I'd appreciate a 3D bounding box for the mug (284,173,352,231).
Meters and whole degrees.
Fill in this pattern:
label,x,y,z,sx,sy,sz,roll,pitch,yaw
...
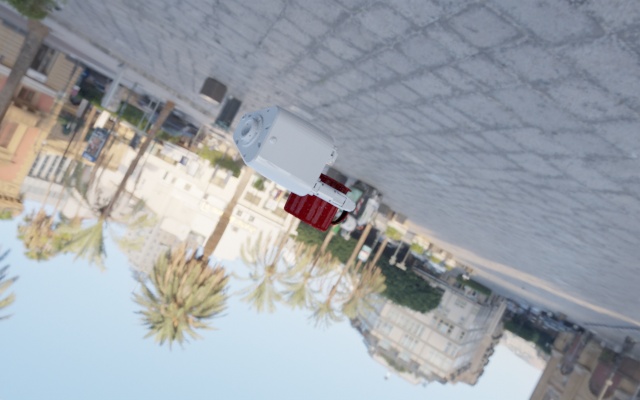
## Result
label,x,y,z,sx,sy,sz,roll,pitch,yaw
mug,0.001,0.003,0.792,0.117,0.081,0.093,28,0,-36
